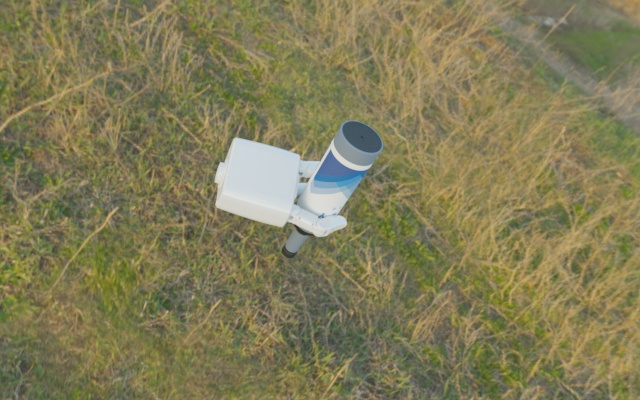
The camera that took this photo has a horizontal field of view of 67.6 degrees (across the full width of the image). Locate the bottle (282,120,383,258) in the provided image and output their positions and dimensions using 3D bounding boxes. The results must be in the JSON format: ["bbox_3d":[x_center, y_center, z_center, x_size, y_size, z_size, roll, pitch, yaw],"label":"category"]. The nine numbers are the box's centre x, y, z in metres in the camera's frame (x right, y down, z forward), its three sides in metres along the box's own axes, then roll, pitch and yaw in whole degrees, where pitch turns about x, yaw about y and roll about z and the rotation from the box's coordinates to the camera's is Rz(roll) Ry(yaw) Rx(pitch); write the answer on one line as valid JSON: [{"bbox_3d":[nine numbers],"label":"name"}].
[{"bbox_3d":[0.000,0.002,0.764,0.069,0.069,0.296,0,-38,-30],"label":"bottle"}]
